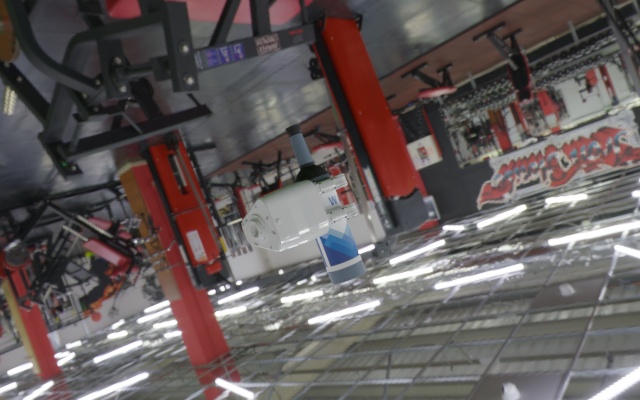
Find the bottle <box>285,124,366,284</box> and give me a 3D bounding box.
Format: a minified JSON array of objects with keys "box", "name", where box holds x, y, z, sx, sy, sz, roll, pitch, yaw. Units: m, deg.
[{"box":[0.000,0.003,0.871,0.069,0.295,0.069,-21,0,0],"name":"bottle"}]
